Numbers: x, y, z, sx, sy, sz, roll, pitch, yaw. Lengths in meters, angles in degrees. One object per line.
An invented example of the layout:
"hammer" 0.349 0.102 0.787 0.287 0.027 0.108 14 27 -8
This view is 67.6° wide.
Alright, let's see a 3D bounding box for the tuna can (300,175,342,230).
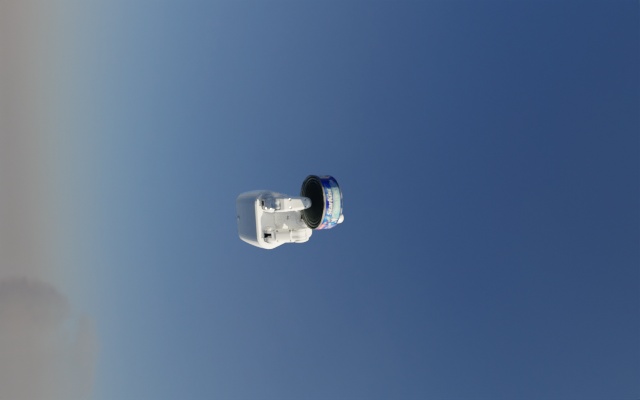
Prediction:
"tuna can" 0.001 0.002 0.752 0.034 0.086 0.086 -2 1 -27
